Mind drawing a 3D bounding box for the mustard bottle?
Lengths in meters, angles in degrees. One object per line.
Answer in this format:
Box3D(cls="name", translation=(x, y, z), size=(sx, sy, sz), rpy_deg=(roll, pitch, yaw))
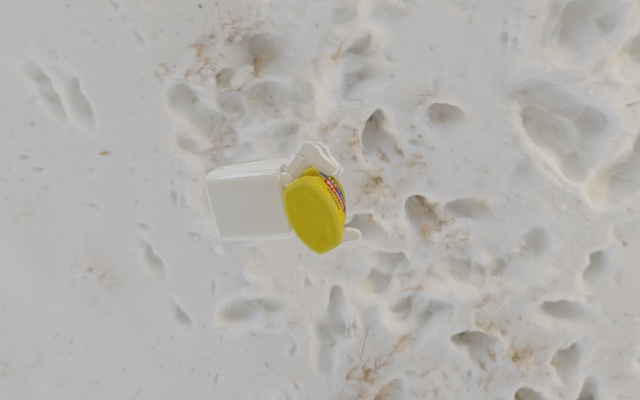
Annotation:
Box3D(cls="mustard bottle", translation=(0.000, 0.002, 0.669), size=(0.058, 0.096, 0.191), rpy_deg=(-29, 7, 12))
